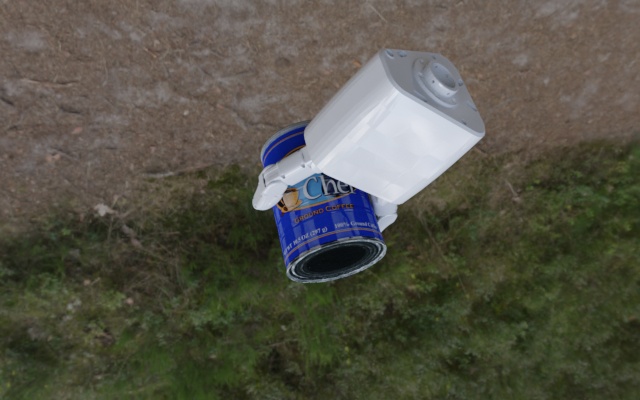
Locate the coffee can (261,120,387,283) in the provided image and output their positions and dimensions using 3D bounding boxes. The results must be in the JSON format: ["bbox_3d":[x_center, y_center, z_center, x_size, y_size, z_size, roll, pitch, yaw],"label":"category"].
[{"bbox_3d":[0.000,0.002,0.502,0.103,0.140,0.103,-12,-27,-6],"label":"coffee can"}]
